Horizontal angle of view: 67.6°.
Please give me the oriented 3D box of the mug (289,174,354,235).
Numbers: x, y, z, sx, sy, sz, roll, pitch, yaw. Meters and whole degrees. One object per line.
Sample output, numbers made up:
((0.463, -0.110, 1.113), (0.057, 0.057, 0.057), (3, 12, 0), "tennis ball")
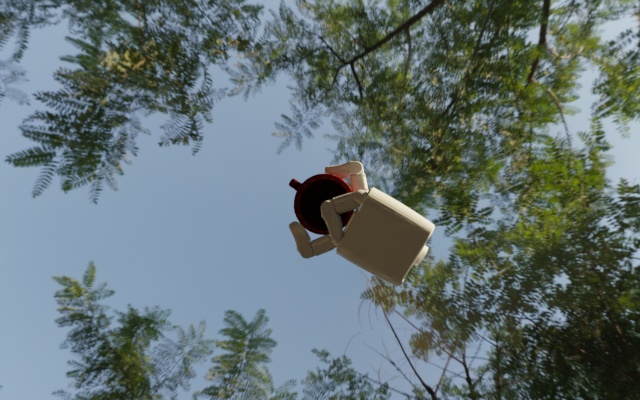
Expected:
((-0.001, 0.002, 0.759), (0.117, 0.093, 0.081), (31, 0, 9), "mug")
